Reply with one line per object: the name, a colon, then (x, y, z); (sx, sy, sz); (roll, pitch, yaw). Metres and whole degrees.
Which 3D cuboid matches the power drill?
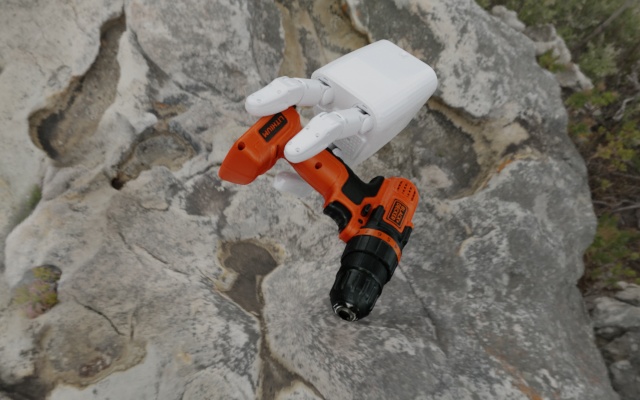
power drill: (0.000, 0.001, 0.456); (0.057, 0.187, 0.184); (-48, 6, 42)
